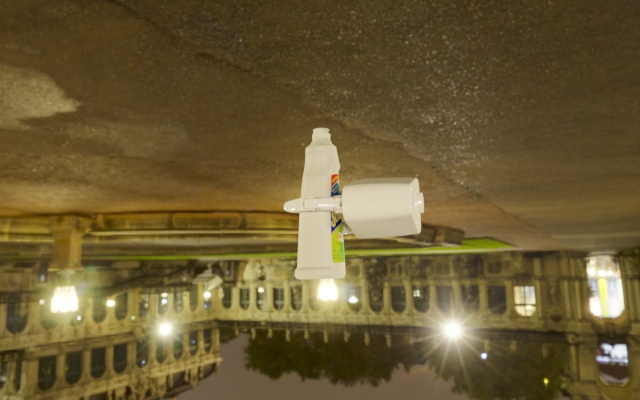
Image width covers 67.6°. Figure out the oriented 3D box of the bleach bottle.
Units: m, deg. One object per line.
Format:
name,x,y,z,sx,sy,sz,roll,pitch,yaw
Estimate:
bleach bottle,0.000,0.003,0.791,0.068,0.251,0.102,-4,-9,20
